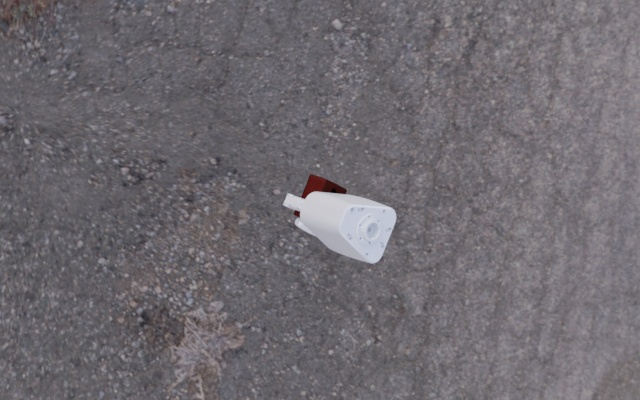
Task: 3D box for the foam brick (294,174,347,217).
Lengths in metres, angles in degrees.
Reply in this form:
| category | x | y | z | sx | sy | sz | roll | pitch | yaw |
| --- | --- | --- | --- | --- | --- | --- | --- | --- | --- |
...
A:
| category | x | y | z | sx | sy | sz | roll | pitch | yaw |
| --- | --- | --- | --- | --- | --- | --- | --- | --- | --- |
| foam brick | 0.000 | 0.002 | 0.823 | 0.053 | 0.078 | 0.051 | 25 | -6 | -37 |
